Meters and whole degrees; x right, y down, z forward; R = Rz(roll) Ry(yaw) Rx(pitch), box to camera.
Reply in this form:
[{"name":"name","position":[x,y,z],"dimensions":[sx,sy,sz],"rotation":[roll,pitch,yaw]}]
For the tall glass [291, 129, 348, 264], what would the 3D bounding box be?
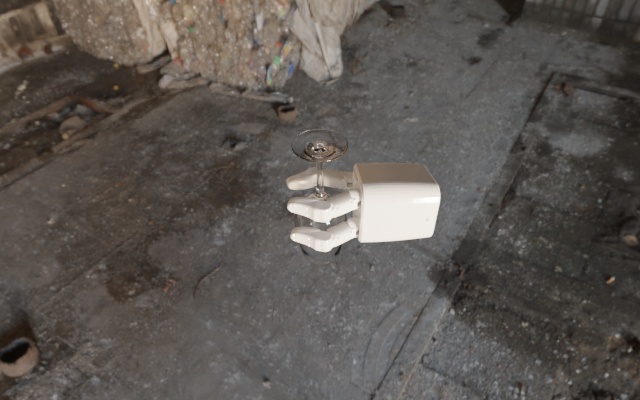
[{"name":"tall glass","position":[0.000,0.002,0.684],"dimensions":[0.079,0.201,0.079],"rotation":[0,41,0]}]
